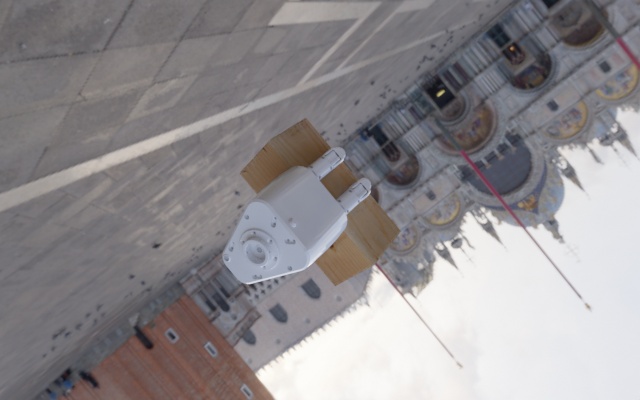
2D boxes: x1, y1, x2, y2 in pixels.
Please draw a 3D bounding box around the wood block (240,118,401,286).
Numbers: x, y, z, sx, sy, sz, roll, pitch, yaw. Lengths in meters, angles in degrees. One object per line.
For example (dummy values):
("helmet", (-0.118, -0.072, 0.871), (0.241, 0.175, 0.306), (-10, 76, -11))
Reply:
("wood block", (0.000, 0.003, 0.663), (0.091, 0.206, 0.090), (-38, 3, 44))
